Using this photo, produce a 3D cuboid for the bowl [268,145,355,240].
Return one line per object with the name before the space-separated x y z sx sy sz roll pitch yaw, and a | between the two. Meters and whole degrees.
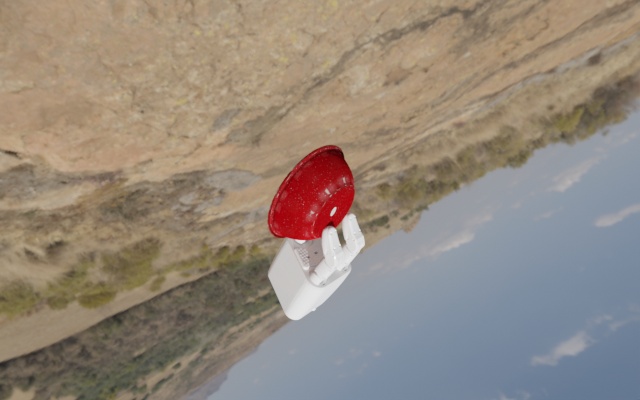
bowl | 0.001 0.002 0.690 0.055 0.162 0.162 36 17 25
